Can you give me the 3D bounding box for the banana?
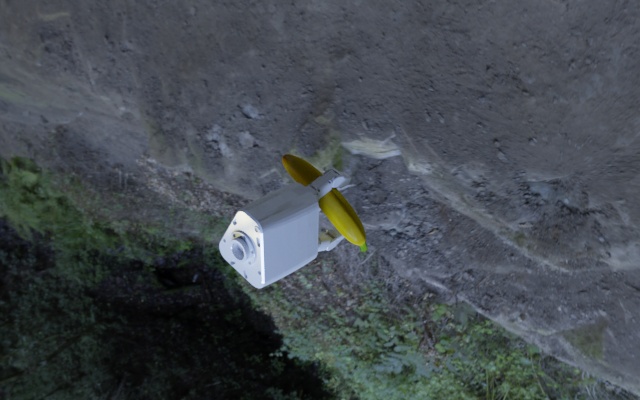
[{"bbox_3d":[0.007,-0.001,0.720,0.037,0.198,0.070,-37,-6,-22],"label":"banana"}]
